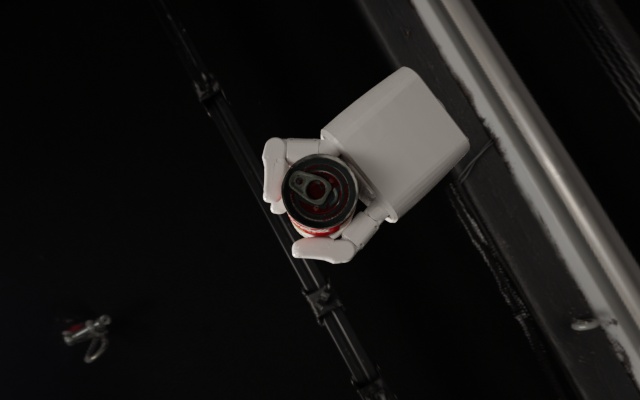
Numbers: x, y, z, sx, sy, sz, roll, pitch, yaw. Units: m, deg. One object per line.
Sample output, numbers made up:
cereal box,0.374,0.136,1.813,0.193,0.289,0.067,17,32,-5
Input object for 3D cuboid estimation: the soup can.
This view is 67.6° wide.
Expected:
soup can,0.000,0.002,0.463,0.068,0.068,0.102,0,-12,1
